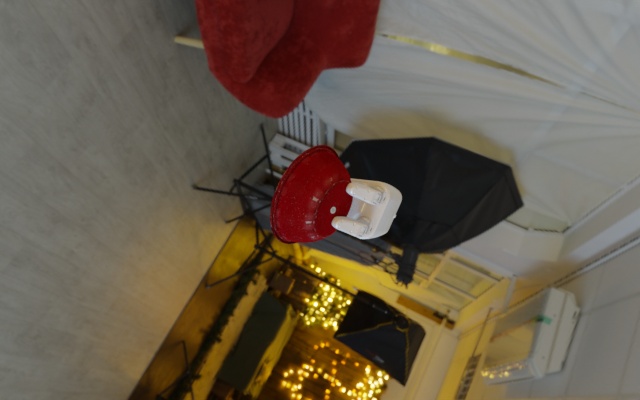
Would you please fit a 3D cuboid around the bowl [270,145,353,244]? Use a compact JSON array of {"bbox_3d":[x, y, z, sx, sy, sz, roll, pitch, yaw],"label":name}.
[{"bbox_3d":[0.000,0.003,0.709,0.055,0.162,0.162,27,15,31],"label":"bowl"}]
